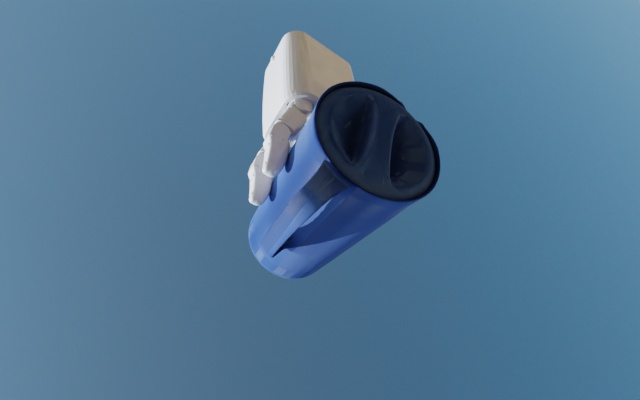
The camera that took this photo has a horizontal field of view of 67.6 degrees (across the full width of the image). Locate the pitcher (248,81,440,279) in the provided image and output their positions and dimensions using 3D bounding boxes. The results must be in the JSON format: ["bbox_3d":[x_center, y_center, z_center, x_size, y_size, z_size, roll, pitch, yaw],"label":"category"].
[{"bbox_3d":[0.000,0.002,0.518,0.149,0.145,0.243,9,-32,-24],"label":"pitcher"}]
